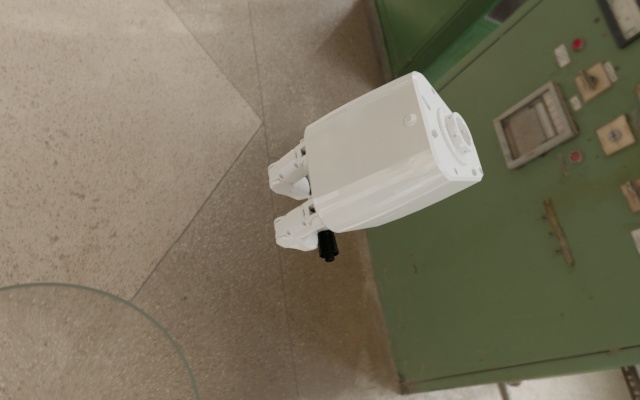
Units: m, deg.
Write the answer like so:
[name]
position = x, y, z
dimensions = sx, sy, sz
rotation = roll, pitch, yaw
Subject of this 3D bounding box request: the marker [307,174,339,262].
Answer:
[marker]
position = 0.000, 0.002, 0.469
dimensions = 0.020, 0.121, 0.020
rotation = -8, -23, -3
